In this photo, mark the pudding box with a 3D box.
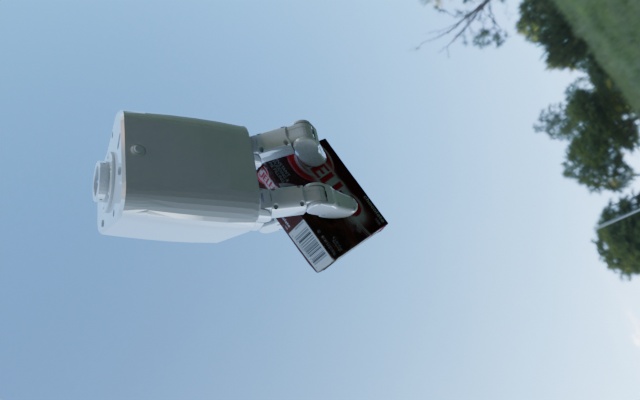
[{"bbox_3d":[0.000,0.002,0.465,0.090,0.113,0.039,-28,-9,-43],"label":"pudding box"}]
